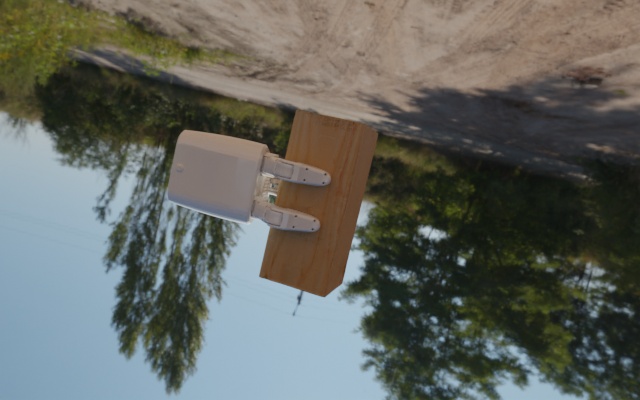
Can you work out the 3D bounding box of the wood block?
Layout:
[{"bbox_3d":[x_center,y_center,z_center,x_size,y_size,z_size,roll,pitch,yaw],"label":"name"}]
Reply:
[{"bbox_3d":[0.000,0.002,0.600,0.090,0.206,0.091,15,5,15],"label":"wood block"}]
